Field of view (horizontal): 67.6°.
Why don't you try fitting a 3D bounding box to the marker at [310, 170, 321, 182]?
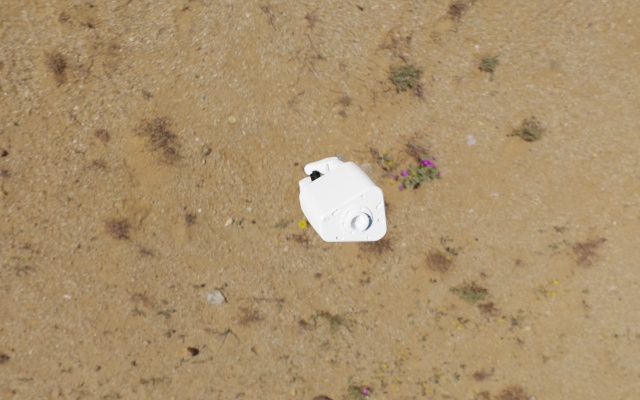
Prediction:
[{"bbox_3d":[0.000,0.003,0.839,0.020,0.121,0.020,-9,27,4],"label":"marker"}]
